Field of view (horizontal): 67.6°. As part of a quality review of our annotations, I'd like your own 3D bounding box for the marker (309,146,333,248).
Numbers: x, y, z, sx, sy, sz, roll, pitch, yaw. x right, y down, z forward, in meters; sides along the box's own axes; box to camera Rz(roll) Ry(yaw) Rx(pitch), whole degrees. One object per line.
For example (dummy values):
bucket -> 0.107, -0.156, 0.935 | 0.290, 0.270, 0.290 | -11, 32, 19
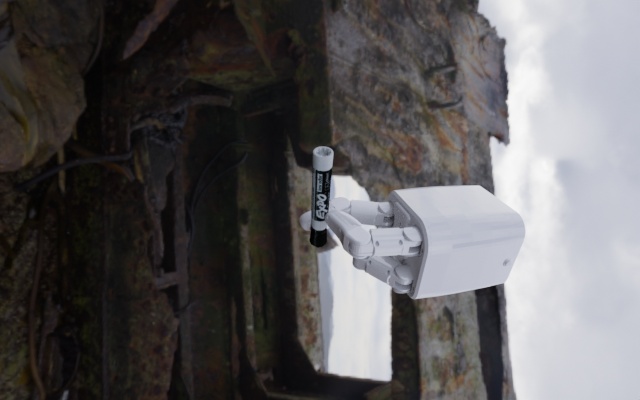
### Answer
marker -> 0.000, 0.002, 0.472 | 0.020, 0.121, 0.020 | 2, 40, -1
